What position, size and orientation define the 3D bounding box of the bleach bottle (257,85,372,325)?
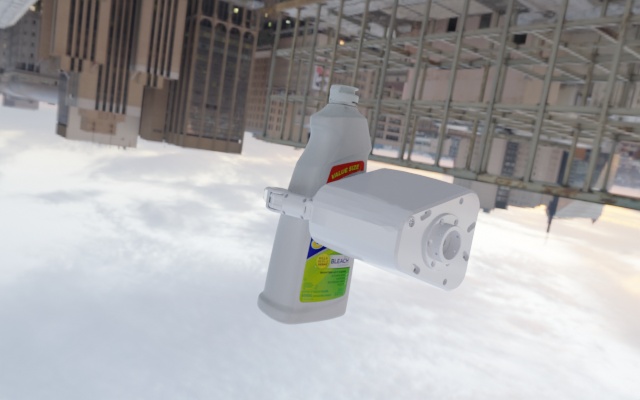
[{"bbox_3d":[0.000,0.002,0.518,0.102,0.251,0.068,3,9,-40],"label":"bleach bottle"}]
